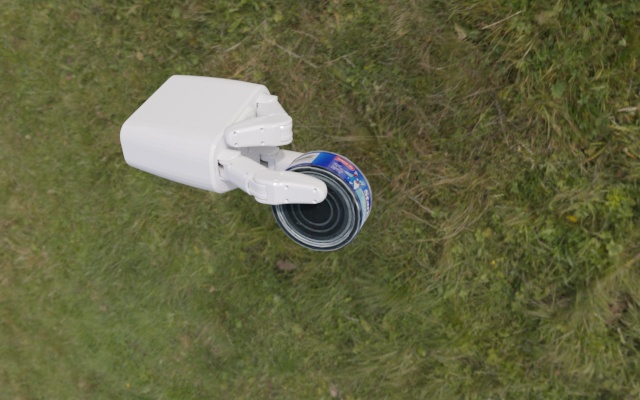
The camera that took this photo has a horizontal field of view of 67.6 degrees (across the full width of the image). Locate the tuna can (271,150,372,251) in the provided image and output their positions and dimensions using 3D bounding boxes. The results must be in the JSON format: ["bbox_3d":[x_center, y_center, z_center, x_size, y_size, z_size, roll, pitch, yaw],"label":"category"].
[{"bbox_3d":[0.000,0.002,0.421,0.086,0.086,0.033,0,27,23],"label":"tuna can"}]
